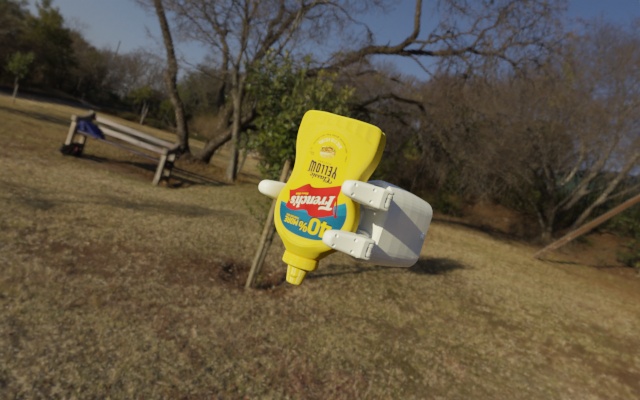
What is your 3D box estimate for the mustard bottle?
[{"bbox_3d":[0.000,0.001,0.535,0.096,0.191,0.058,19,1,20],"label":"mustard bottle"}]
